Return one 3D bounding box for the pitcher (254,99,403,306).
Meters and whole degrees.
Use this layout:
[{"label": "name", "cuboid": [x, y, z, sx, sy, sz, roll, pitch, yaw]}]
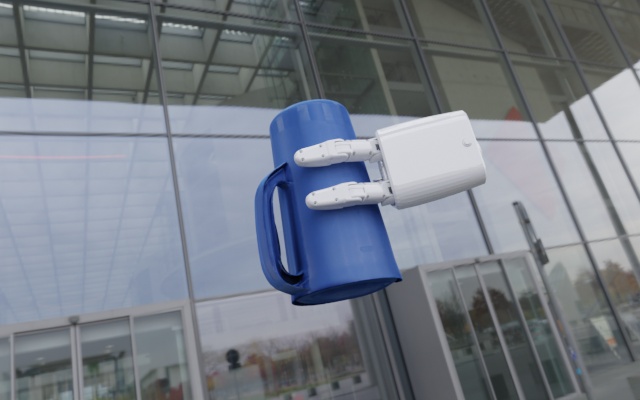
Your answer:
[{"label": "pitcher", "cuboid": [0.000, 0.002, 0.588, 0.145, 0.242, 0.149, -15, -19, 5]}]
